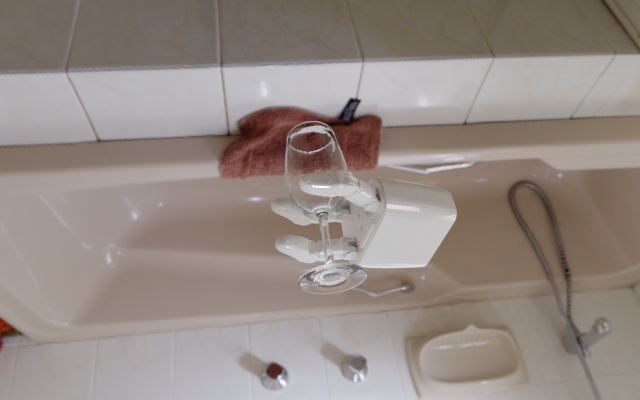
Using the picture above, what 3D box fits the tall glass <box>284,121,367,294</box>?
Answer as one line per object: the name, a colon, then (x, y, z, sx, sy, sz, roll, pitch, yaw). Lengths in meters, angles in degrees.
tall glass: (0.000, 0.002, 0.560, 0.079, 0.201, 0.079, -7, -32, -4)
